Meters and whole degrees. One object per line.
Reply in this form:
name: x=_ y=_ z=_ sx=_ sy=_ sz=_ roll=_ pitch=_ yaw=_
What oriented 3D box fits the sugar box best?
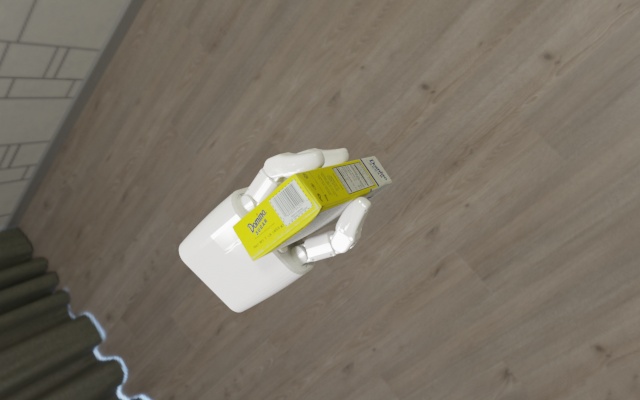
sugar box: x=0.000 y=0.001 z=0.495 sx=0.093 sy=0.048 sz=0.176 roll=-37 pitch=-7 yaw=28
